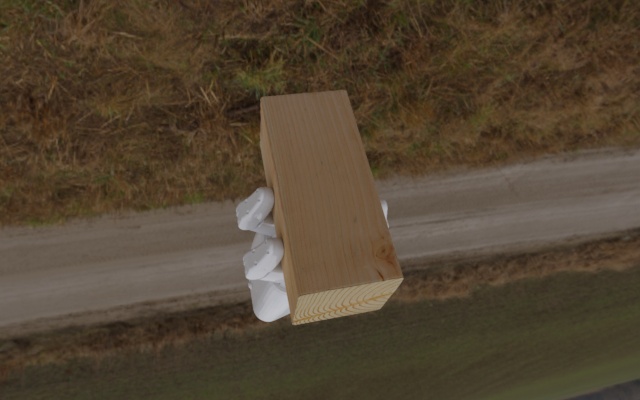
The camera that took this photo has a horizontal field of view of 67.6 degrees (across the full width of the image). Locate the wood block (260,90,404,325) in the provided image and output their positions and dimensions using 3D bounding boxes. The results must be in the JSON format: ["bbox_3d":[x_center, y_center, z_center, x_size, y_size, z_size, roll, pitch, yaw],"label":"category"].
[{"bbox_3d":[0.000,0.002,0.467,0.091,0.206,0.090,-7,-28,-12],"label":"wood block"}]
